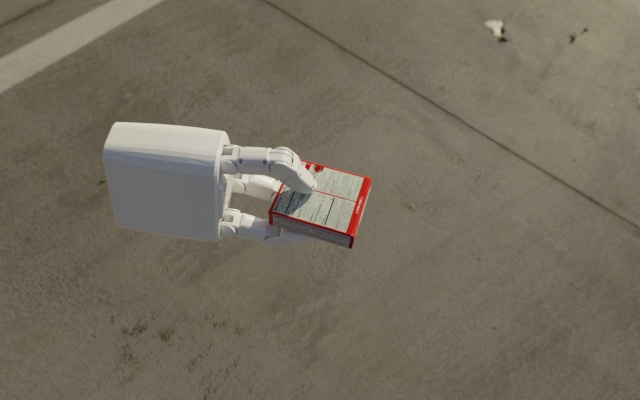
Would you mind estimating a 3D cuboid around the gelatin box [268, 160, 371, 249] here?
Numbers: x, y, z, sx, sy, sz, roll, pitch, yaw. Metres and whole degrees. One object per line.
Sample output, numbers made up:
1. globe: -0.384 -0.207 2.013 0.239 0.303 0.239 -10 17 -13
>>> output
1. gelatin box: 0.000 0.001 0.489 0.089 0.073 0.030 15 -33 8
